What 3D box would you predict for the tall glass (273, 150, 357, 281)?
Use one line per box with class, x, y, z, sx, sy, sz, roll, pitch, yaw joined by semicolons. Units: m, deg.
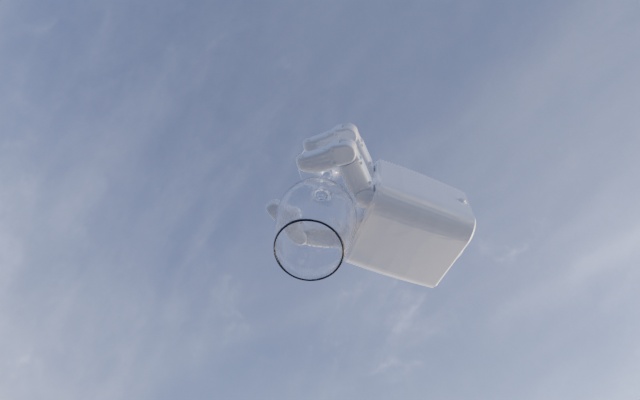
tall glass;0.000;0.001;0.496;0.079;0.079;0.201;0;25;7
